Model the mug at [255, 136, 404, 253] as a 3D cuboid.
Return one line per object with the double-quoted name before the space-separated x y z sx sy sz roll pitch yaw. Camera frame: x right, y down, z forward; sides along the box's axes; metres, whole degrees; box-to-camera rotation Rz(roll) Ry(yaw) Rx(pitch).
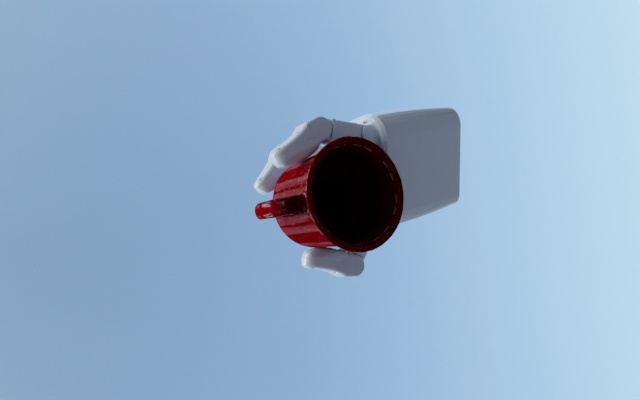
"mug" -0.001 0.002 0.406 0.117 0.093 0.081 -13 0 -31
